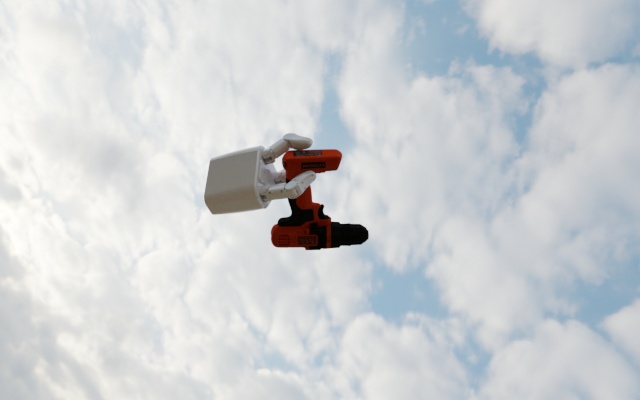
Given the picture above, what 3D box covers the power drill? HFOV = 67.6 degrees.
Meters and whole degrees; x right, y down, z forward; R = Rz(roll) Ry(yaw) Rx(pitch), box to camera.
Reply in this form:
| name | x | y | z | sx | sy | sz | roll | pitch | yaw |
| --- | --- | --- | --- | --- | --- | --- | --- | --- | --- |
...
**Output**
| name | x | y | z | sx | sy | sz | roll | pitch | yaw |
| --- | --- | --- | --- | --- | --- | --- | --- | --- | --- |
| power drill | 0.000 | 0.002 | 0.869 | 0.184 | 0.188 | 0.057 | -2 | 21 | -6 |
